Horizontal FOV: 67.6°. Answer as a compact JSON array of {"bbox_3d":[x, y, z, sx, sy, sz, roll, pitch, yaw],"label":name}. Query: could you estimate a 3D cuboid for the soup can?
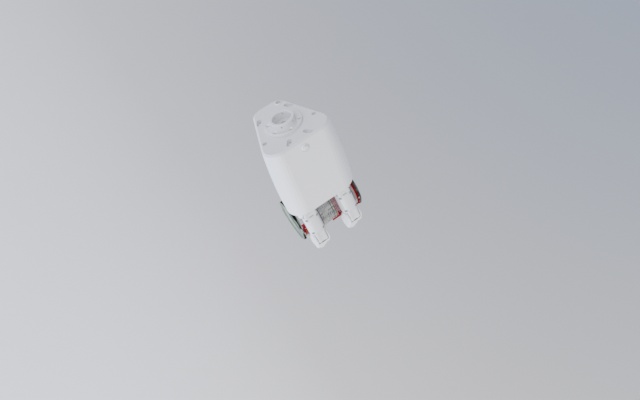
[{"bbox_3d":[0.000,0.003,0.701,0.102,0.068,0.068,-34,7,-10],"label":"soup can"}]
